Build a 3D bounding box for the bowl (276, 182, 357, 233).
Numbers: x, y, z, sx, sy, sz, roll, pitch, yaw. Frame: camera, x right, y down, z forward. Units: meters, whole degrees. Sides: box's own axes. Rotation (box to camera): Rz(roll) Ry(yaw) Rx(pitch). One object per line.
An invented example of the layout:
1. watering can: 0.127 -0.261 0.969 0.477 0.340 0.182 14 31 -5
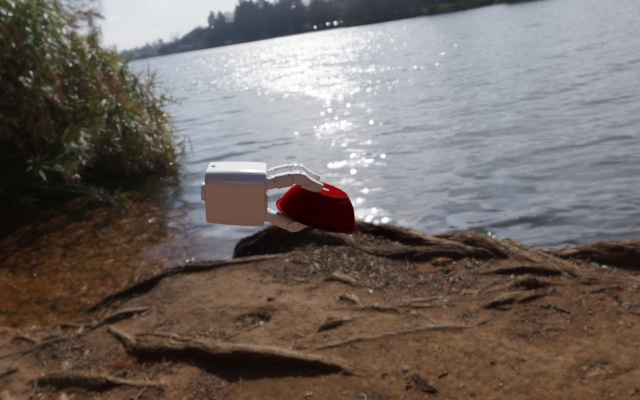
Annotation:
1. bowl: 0.001 0.003 0.899 0.162 0.055 0.162 16 16 -5
